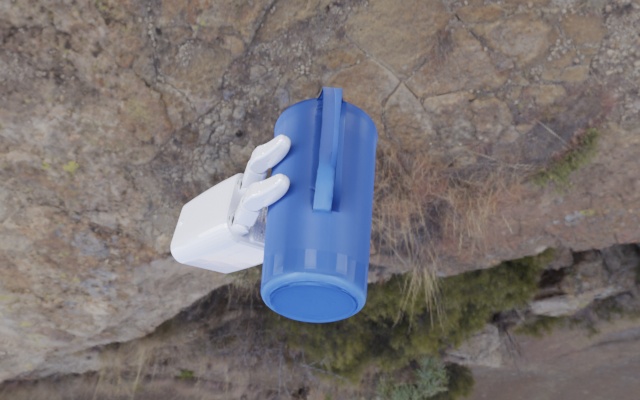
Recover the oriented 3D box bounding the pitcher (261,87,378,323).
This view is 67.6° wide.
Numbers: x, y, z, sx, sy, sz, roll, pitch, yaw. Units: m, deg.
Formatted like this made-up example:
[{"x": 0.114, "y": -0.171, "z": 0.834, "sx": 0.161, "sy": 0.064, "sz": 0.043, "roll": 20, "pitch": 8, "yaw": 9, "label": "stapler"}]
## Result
[{"x": 0.000, "y": 0.002, "z": 0.542, "sx": 0.145, "sy": 0.242, "sz": 0.149, "roll": -24, "pitch": -45, "yaw": 32, "label": "pitcher"}]
